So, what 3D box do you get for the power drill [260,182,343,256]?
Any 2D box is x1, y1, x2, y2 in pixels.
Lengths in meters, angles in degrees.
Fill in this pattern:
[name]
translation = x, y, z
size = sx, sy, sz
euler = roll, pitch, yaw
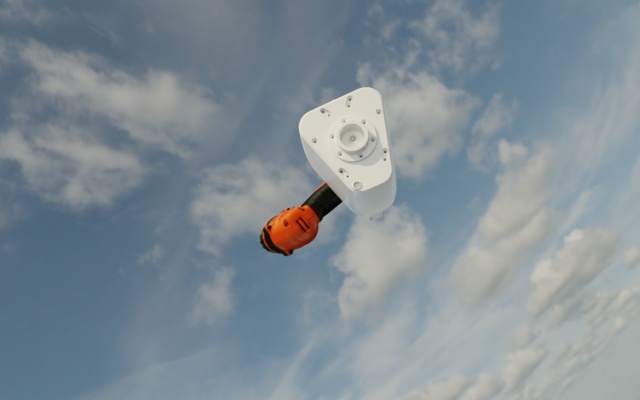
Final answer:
[power drill]
translation = 0.000, 0.002, 0.655
size = 0.187, 0.057, 0.184
euler = -43, 6, -19
